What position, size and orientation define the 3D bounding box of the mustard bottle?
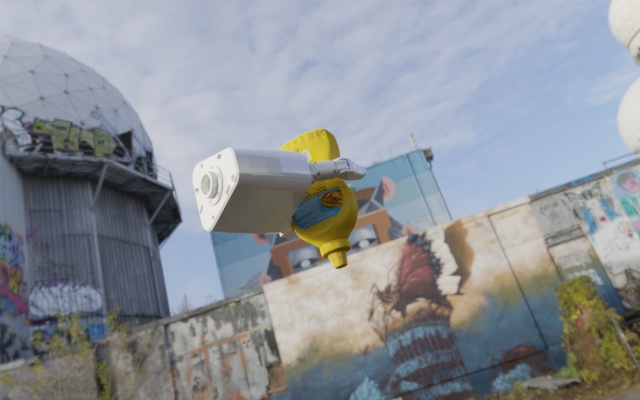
[{"bbox_3d":[0.000,0.002,0.662,0.096,0.191,0.058,-26,-22,20],"label":"mustard bottle"}]
